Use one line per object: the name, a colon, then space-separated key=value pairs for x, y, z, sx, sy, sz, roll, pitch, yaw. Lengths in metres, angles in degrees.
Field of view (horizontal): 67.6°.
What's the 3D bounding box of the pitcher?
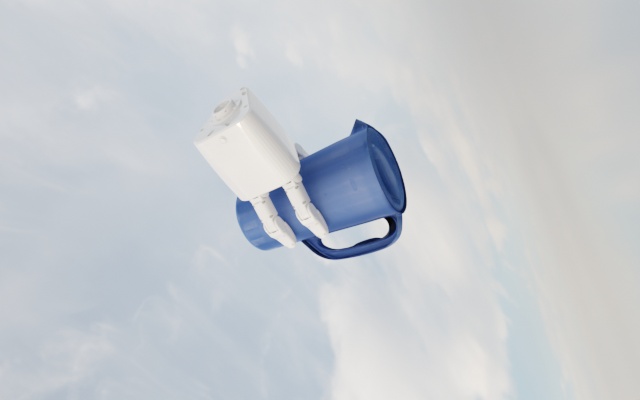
pitcher: x=0.000 y=0.002 z=0.713 sx=0.243 sy=0.149 sz=0.145 roll=-21 pitch=-52 yaw=24
